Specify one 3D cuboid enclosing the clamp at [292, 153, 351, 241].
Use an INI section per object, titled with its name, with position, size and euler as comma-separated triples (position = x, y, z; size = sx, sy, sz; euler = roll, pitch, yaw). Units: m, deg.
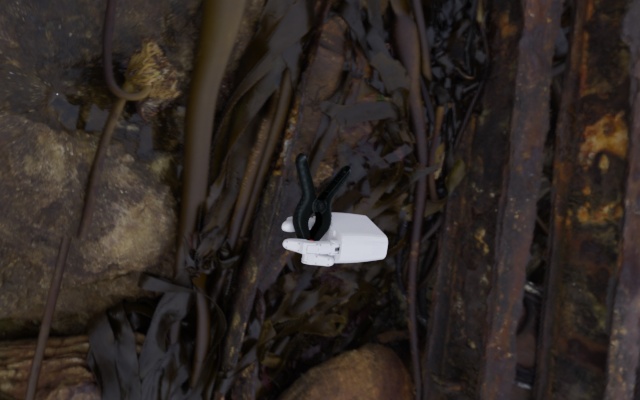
[clamp]
position = 0.000, 0.003, 0.867
size = 0.120, 0.171, 0.039
euler = 2, 10, -30
